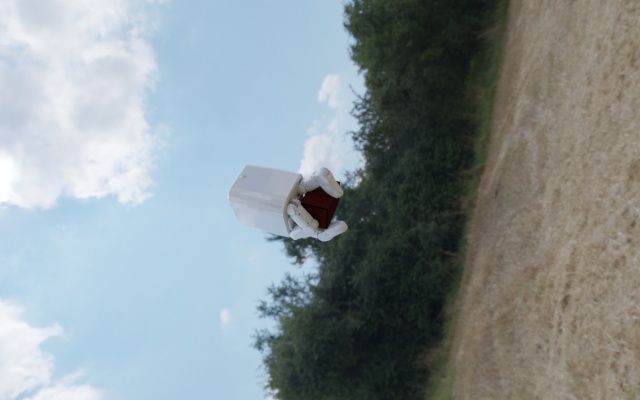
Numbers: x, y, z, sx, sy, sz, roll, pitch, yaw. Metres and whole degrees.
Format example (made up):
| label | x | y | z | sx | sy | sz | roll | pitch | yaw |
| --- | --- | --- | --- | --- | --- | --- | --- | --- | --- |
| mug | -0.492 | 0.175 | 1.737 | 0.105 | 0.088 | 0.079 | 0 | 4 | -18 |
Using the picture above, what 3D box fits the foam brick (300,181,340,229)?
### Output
| label | x | y | z | sx | sy | sz | roll | pitch | yaw |
| --- | --- | --- | --- | --- | --- | --- | --- | --- | --- |
| foam brick | 0.000 | 0.003 | 0.848 | 0.051 | 0.053 | 0.078 | 13 | 44 | 12 |
